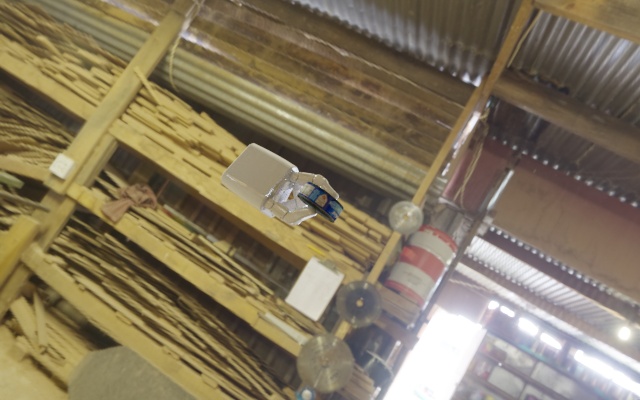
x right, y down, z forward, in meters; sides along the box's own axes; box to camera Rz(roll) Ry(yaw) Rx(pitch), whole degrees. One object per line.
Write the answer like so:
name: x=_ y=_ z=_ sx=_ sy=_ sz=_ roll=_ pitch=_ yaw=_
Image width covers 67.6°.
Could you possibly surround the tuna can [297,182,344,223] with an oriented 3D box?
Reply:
tuna can: x=0.001 y=0.002 z=0.879 sx=0.086 sy=0.033 sz=0.086 roll=36 pitch=-7 yaw=5
